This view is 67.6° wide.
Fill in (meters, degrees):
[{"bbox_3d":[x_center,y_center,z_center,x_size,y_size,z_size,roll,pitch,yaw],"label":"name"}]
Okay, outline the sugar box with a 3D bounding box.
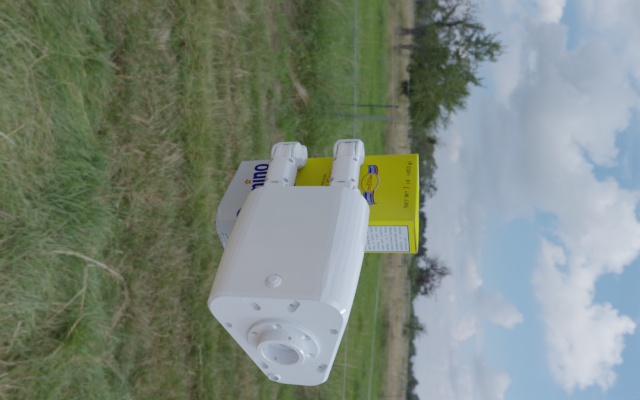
[{"bbox_3d":[0.000,0.001,0.437,0.176,0.048,0.093,0,41,12],"label":"sugar box"}]
